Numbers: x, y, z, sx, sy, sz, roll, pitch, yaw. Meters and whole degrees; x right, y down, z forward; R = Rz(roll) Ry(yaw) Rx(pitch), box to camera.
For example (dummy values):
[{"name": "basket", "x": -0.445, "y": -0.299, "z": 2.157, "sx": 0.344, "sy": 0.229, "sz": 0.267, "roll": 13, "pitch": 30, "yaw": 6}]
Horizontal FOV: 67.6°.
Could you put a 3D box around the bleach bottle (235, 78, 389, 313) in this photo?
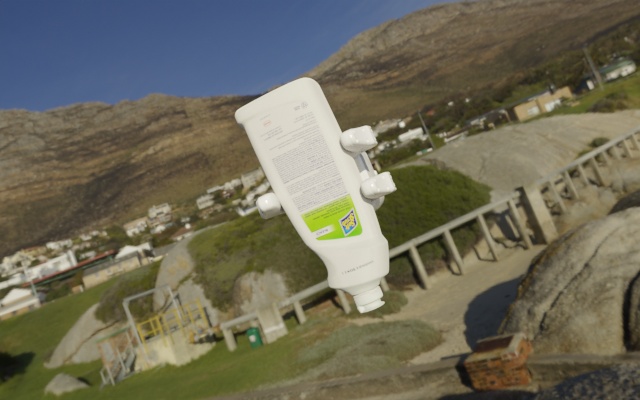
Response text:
[{"name": "bleach bottle", "x": 0.000, "y": 0.002, "z": 0.519, "sx": 0.102, "sy": 0.251, "sz": 0.068, "roll": -23, "pitch": -5, "yaw": 14}]
